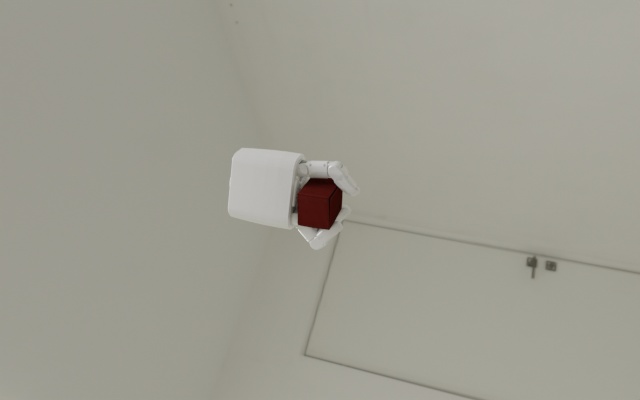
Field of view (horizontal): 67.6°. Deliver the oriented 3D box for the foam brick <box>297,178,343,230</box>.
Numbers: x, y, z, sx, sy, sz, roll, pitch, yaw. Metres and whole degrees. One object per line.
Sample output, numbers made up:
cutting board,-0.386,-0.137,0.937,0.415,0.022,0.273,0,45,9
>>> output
foam brick,0.000,0.002,0.724,0.051,0.053,0.078,8,26,14
